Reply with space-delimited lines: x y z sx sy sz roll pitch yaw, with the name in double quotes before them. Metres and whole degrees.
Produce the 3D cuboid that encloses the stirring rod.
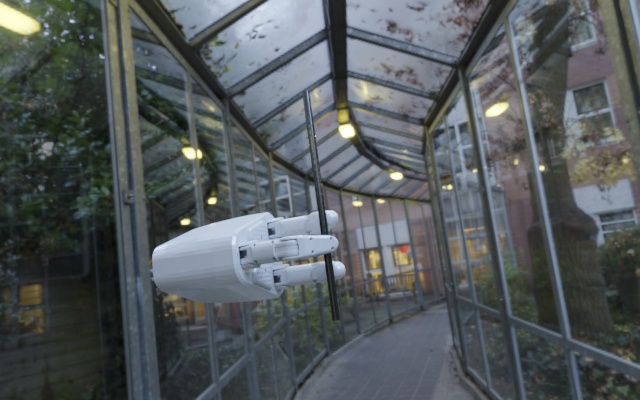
"stirring rod" 0.000 0.002 0.494 0.011 0.239 0.011 -7 -8 -1
